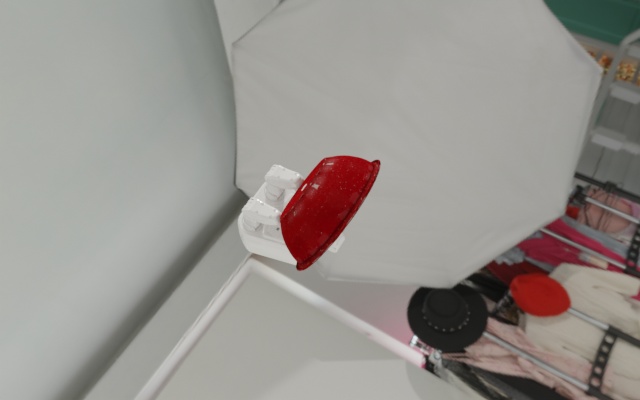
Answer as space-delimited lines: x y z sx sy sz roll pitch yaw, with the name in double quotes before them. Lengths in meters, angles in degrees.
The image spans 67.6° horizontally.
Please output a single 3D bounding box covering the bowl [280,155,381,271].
"bowl" 0.000 0.001 0.562 0.055 0.162 0.162 37 -6 -8
